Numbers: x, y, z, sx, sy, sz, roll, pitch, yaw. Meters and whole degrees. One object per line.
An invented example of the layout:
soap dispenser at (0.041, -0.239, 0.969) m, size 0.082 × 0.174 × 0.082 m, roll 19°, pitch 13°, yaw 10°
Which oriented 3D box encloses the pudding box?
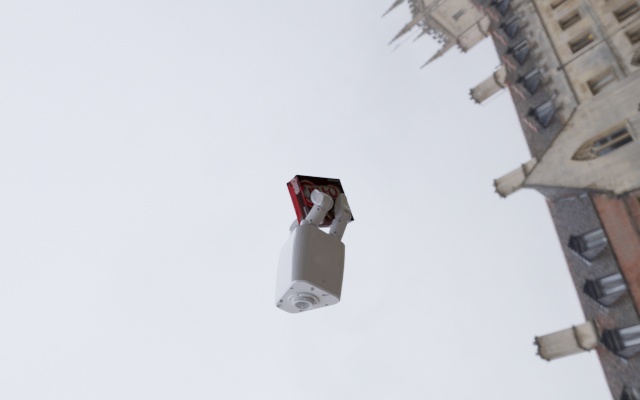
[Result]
pudding box at (0.000, 0.003, 0.860) m, size 0.113 × 0.090 × 0.039 m, roll 4°, pitch -29°, yaw -46°
